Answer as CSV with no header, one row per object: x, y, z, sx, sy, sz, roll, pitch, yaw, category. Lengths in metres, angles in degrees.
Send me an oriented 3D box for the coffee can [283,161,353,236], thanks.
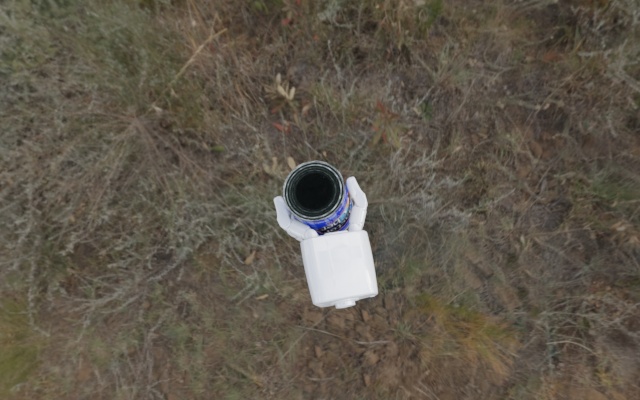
0.000,0.003,0.831,0.103,0.102,0.140,0,-16,10,coffee can
